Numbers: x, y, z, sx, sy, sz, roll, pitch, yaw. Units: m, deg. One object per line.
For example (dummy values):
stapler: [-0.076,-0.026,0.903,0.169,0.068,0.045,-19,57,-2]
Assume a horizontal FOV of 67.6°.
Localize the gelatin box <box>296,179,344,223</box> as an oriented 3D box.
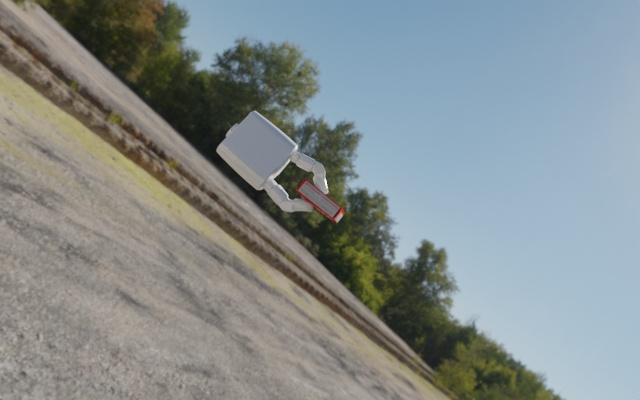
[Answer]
gelatin box: [0.001,0.003,0.885,0.089,0.030,0.073,37,-4,10]
